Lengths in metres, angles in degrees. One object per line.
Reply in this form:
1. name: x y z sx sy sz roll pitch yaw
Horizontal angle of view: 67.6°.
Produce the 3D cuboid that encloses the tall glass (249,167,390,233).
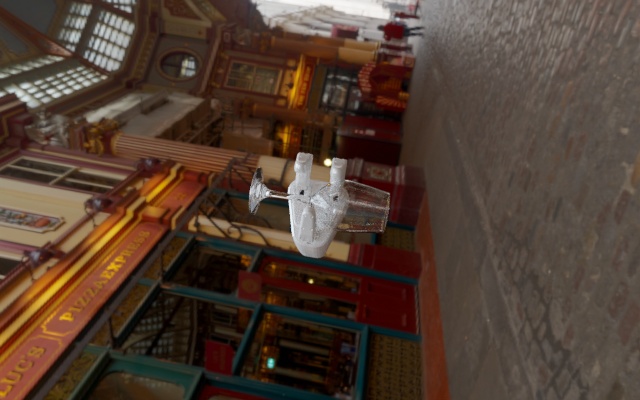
1. tall glass: -0.001 0.002 0.715 0.201 0.079 0.079 9 1 4
